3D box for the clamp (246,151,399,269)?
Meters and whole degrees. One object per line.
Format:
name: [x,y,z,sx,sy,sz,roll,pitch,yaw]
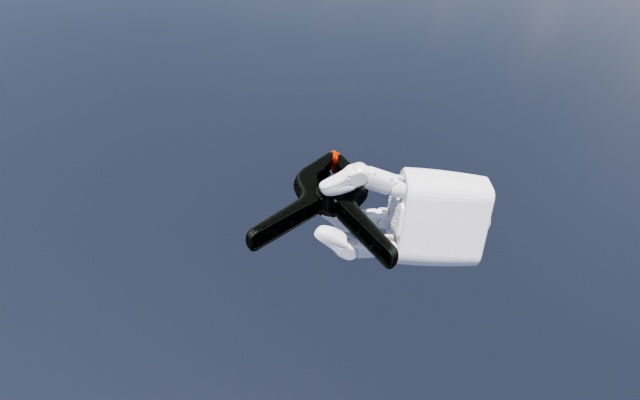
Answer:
clamp: [0.000,0.001,0.581,0.164,0.036,0.209,4,36,-4]
